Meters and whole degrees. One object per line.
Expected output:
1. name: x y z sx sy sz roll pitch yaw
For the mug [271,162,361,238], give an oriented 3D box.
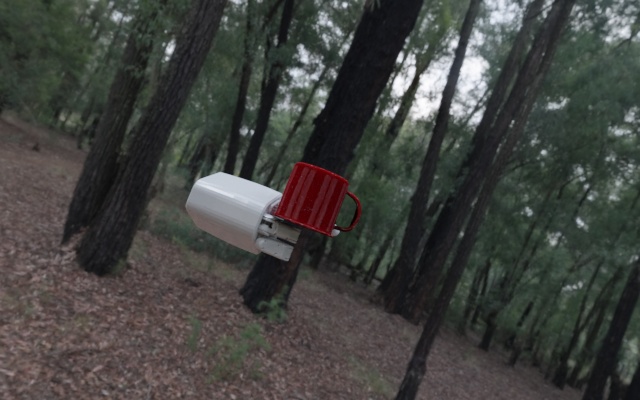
1. mug: 0.002 0.002 0.663 0.117 0.081 0.093 21 -3 4
